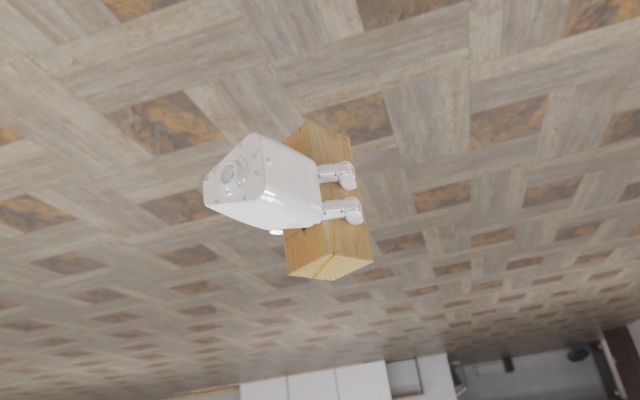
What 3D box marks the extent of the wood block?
[{"bbox_3d":[0.000,0.002,0.703,0.090,0.206,0.091,14,-34,-39],"label":"wood block"}]
